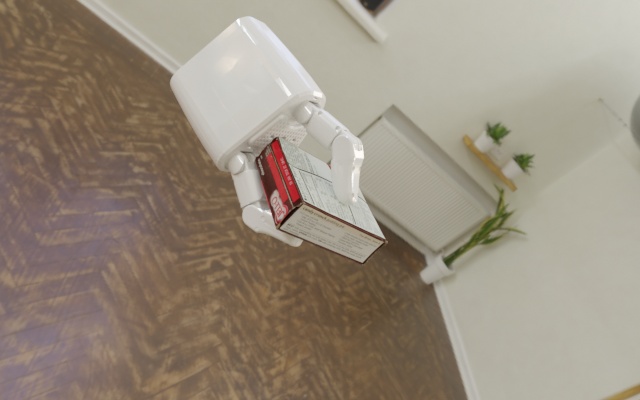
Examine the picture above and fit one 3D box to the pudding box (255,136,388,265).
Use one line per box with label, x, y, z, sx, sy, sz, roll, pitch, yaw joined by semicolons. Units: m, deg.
pudding box;0.000;0.001;0.432;0.113;0.090;0.039;25;-60;-38
